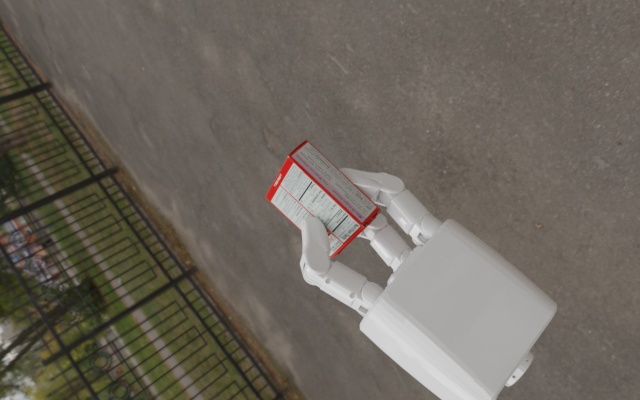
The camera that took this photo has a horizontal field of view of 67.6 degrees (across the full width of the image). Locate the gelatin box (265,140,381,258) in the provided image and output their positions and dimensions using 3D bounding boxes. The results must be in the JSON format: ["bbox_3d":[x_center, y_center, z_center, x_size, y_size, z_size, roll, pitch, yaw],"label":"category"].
[{"bbox_3d":[0.000,0.001,0.423,0.030,0.089,0.073,-45,-5,-35],"label":"gelatin box"}]
